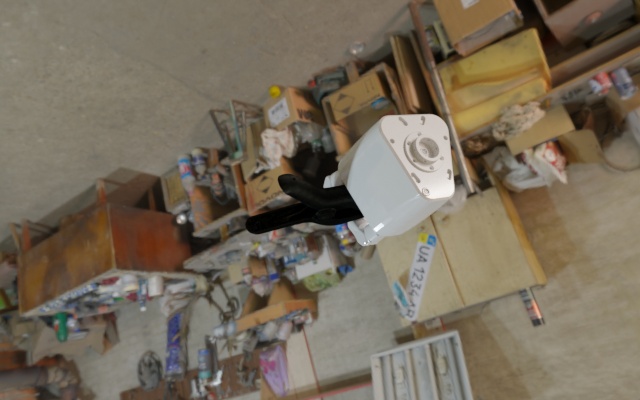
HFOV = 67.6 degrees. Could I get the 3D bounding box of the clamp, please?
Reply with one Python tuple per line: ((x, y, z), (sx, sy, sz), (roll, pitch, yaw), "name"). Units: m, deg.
((0.000, 0.003, 0.594), (0.171, 0.039, 0.120), (-7, -21, -25), "clamp")
